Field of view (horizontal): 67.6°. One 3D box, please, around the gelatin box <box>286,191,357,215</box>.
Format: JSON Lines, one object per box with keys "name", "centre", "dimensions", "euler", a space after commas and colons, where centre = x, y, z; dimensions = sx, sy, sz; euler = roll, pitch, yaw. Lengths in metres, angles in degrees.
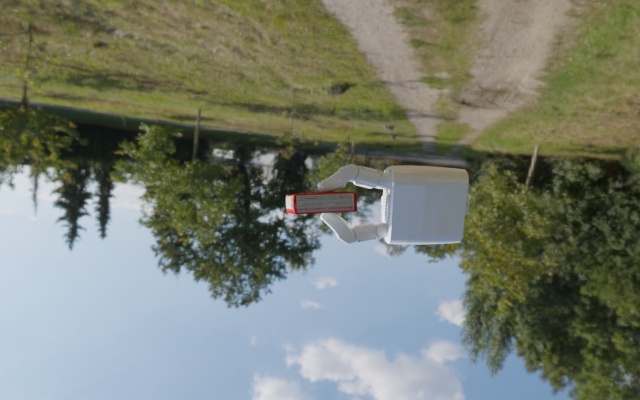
{"name": "gelatin box", "centre": [0.000, 0.003, 0.675], "dimensions": [0.089, 0.030, 0.073], "euler": [-3, 2, -13]}
